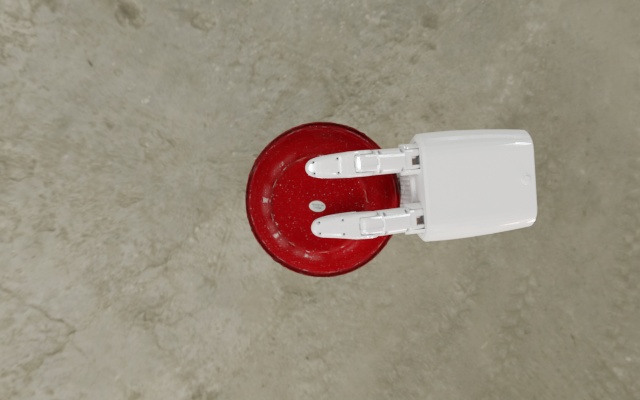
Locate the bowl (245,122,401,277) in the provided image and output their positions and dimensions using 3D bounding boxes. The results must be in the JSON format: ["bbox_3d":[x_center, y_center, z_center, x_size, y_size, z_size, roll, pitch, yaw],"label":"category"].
[{"bbox_3d":[-0.001,0.002,0.469,0.162,0.162,0.055,0,4,4],"label":"bowl"}]
